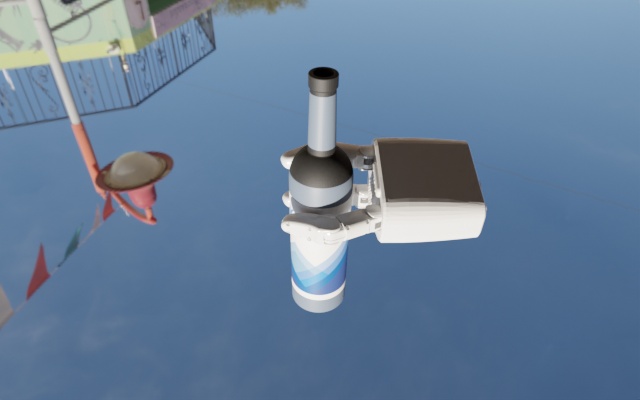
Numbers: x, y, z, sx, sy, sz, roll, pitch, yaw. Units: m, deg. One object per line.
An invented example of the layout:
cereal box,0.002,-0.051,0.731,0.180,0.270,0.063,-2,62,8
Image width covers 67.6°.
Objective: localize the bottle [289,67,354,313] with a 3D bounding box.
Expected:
bottle,0.000,0.002,0.513,0.069,0.296,0.069,1,39,-1
